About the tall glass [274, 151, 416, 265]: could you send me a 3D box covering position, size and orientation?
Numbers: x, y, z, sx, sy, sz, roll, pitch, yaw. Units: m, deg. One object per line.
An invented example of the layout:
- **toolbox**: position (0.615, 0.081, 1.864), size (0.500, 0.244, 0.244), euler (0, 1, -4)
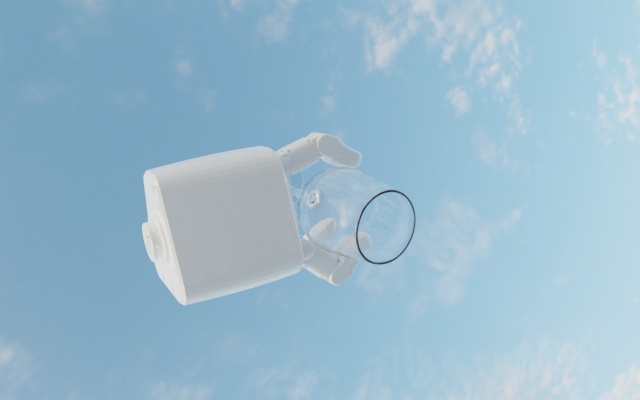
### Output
- **tall glass**: position (0.000, 0.001, 0.460), size (0.079, 0.079, 0.201), euler (0, 12, -33)
